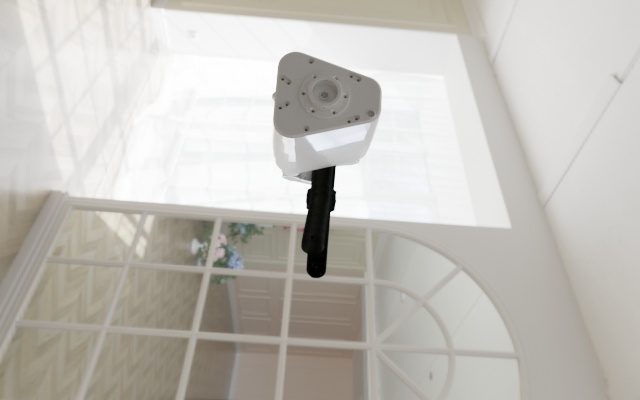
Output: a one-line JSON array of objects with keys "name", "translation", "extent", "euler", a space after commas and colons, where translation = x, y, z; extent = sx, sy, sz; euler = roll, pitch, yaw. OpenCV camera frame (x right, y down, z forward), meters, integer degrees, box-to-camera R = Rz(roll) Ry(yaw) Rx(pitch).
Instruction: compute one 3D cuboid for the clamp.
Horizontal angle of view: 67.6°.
[{"name": "clamp", "translation": [0.001, 0.002, 0.566], "extent": [0.039, 0.171, 0.120], "euler": [4, -14, -2]}]
